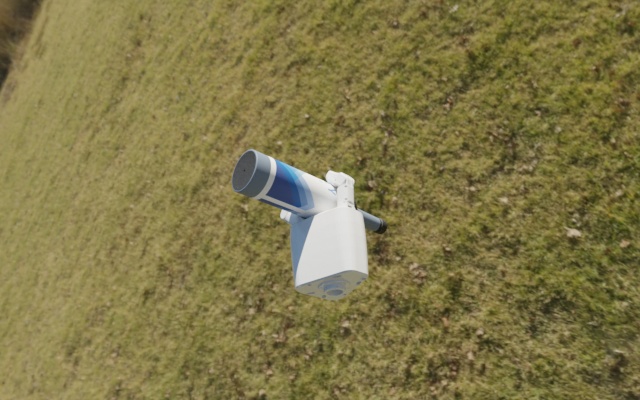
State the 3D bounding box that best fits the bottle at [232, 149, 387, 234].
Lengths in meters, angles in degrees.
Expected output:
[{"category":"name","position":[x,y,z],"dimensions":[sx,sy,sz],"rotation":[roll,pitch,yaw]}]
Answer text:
[{"category":"bottle","position":[0.000,0.002,0.774],"dimensions":[0.296,0.069,0.069],"rotation":[22,-14,-36]}]
